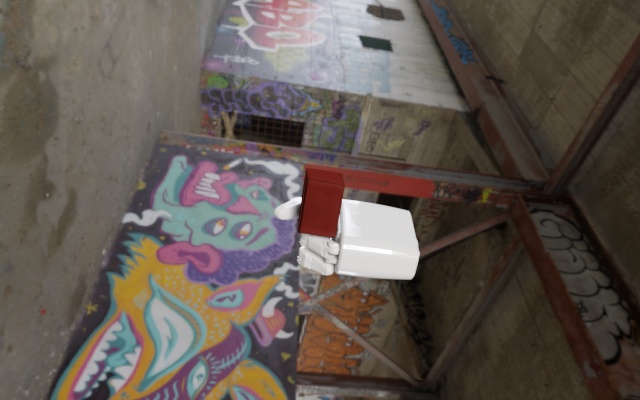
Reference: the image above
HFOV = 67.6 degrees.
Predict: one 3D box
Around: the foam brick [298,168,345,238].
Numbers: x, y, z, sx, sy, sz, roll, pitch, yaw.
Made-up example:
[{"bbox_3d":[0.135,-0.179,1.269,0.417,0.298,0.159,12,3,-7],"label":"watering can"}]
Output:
[{"bbox_3d":[0.000,0.002,0.640,0.051,0.078,0.053,8,21,-4],"label":"foam brick"}]
